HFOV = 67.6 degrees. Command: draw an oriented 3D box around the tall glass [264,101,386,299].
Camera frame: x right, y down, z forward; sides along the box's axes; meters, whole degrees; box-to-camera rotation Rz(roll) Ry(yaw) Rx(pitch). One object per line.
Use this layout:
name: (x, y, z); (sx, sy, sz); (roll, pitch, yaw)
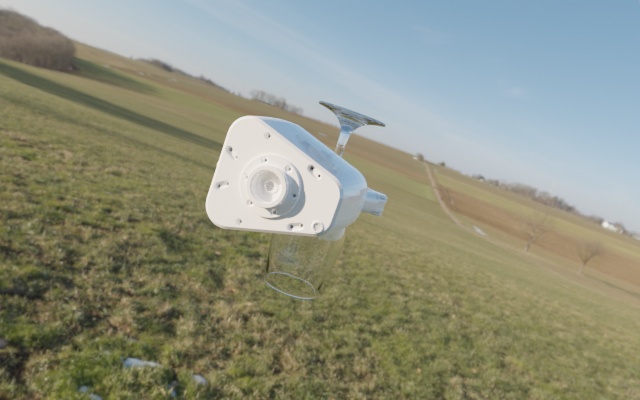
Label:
tall glass: (0.000, 0.001, 0.512); (0.079, 0.201, 0.079); (19, 8, -3)
